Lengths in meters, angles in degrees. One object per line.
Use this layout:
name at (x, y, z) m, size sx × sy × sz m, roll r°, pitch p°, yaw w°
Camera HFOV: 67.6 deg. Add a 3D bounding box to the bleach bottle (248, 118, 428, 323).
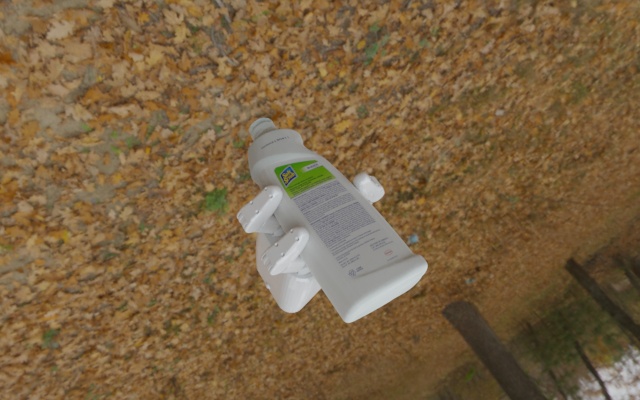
bleach bottle at (0.000, 0.002, 0.523) m, size 0.102 × 0.250 × 0.068 m, roll -23°, pitch -27°, yaw -25°
